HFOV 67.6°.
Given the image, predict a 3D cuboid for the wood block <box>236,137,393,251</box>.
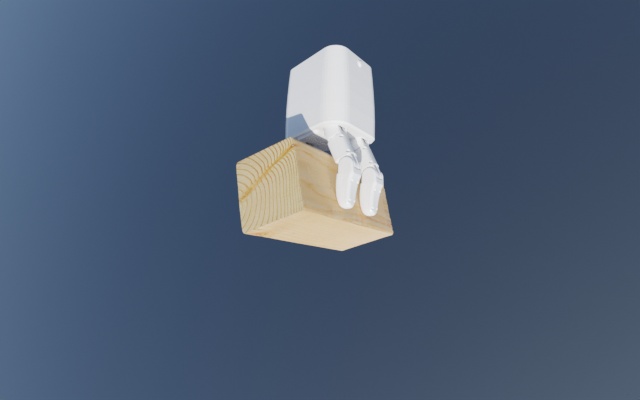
[{"bbox_3d":[0.000,0.002,0.612,0.091,0.090,0.206,-21,-22,31],"label":"wood block"}]
